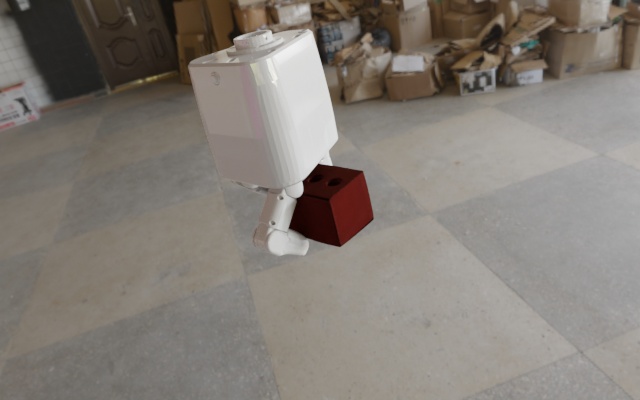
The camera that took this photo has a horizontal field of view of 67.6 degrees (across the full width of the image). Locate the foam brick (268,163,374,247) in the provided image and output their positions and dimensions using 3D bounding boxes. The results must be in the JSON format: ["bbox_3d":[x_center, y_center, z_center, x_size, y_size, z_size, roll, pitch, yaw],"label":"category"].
[{"bbox_3d":[0.000,0.002,0.440,0.078,0.051,0.053,12,37,39],"label":"foam brick"}]
